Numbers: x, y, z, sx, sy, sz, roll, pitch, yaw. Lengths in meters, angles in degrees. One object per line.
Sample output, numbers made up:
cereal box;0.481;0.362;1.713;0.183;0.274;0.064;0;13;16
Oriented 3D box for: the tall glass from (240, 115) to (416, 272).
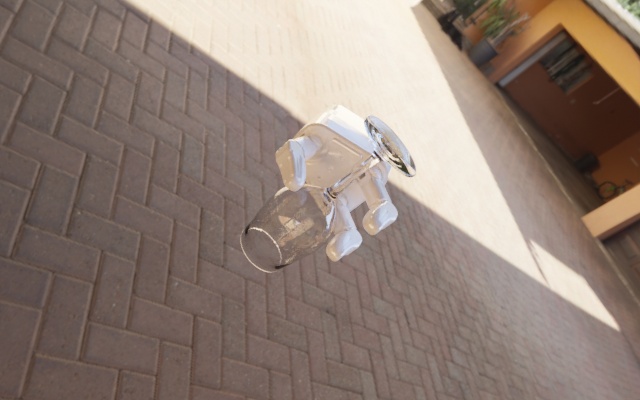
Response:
tall glass;0.000;0.001;0.507;0.201;0.079;0.079;-39;-21;28
